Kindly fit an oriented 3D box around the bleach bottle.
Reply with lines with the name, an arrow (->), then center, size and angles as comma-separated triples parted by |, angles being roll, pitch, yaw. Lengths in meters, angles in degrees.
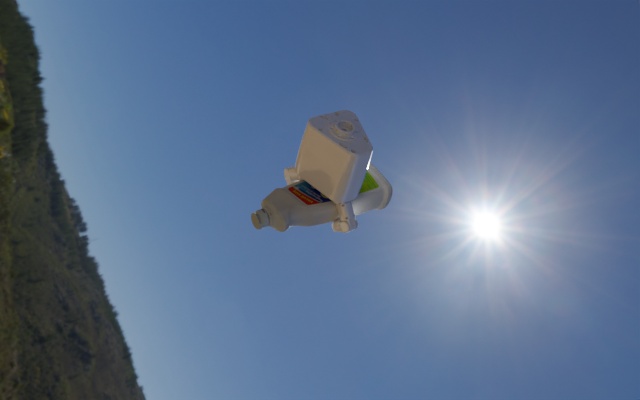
bleach bottle -> 0.000, 0.003, 0.833 | 0.251, 0.102, 0.068 | -20, -33, -30
